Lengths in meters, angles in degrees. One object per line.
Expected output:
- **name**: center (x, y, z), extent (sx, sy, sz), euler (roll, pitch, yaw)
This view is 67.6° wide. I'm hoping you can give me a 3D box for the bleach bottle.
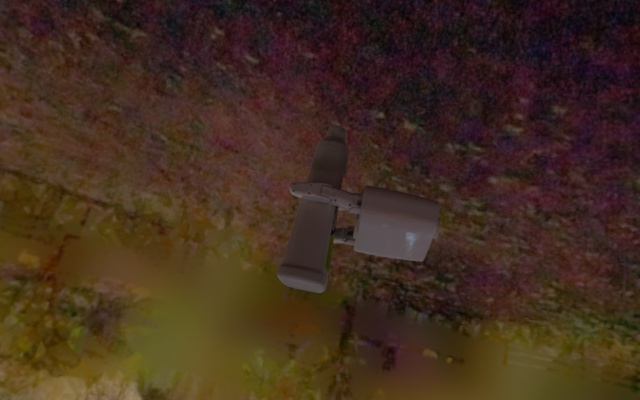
- **bleach bottle**: center (0.000, 0.002, 0.701), extent (0.068, 0.250, 0.103), euler (10, -18, 7)
